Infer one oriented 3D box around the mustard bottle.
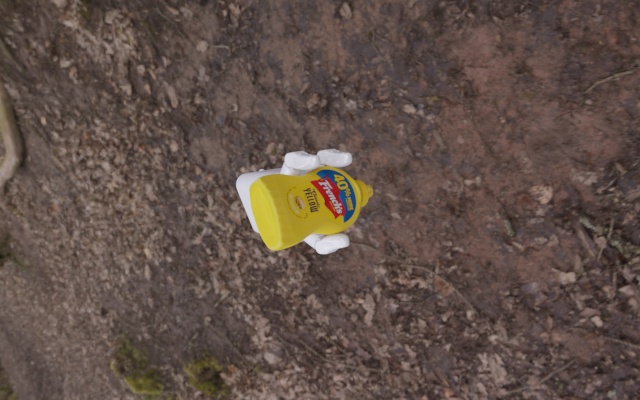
[{"bbox_3d":[0.000,0.002,0.664,0.191,0.096,0.058,-12,-13,-38],"label":"mustard bottle"}]
